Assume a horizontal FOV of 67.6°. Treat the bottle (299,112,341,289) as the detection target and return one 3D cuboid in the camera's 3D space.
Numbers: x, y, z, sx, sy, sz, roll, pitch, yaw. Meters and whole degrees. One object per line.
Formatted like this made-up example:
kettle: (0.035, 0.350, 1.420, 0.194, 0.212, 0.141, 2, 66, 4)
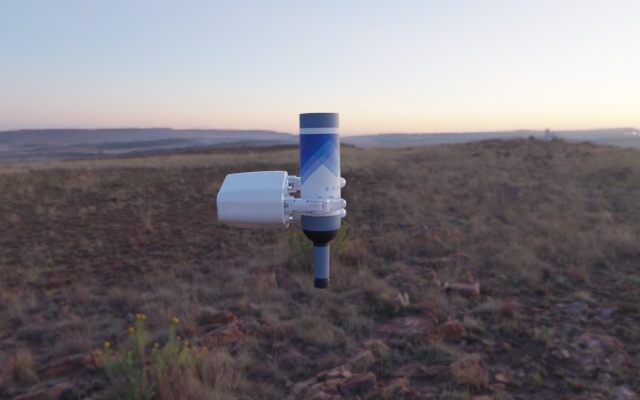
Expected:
bottle: (0.000, 0.002, 0.804, 0.069, 0.296, 0.069, -1, 8, 0)
